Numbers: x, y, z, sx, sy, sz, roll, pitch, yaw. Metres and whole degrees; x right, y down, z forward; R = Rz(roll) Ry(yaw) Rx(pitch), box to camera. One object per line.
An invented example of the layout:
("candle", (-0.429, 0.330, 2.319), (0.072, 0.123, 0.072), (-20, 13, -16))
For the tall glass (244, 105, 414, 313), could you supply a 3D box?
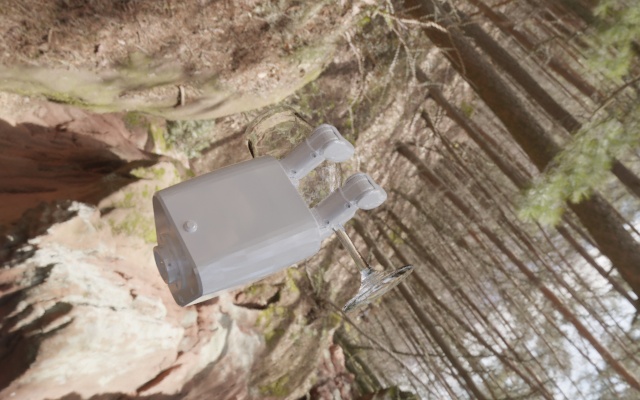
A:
("tall glass", (0.001, 0.002, 0.455), (0.079, 0.201, 0.079), (-28, -22, -12))
